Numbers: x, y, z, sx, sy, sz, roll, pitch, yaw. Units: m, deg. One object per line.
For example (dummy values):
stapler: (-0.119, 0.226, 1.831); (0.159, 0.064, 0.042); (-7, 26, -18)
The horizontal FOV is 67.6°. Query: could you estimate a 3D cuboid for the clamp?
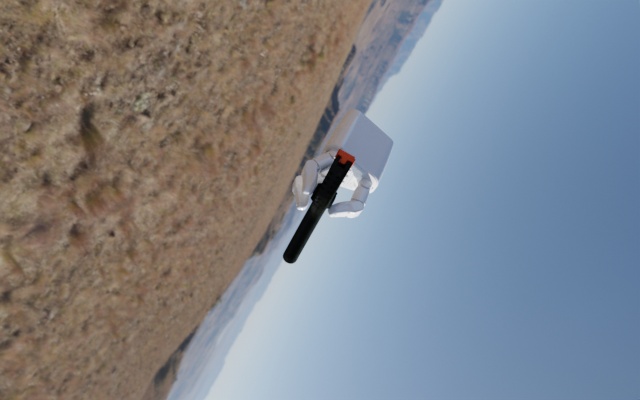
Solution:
clamp: (0.001, 0.002, 0.759); (0.036, 0.164, 0.210); (28, -35, -2)
